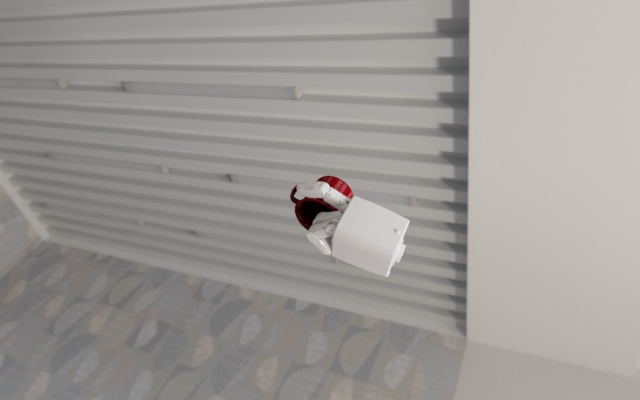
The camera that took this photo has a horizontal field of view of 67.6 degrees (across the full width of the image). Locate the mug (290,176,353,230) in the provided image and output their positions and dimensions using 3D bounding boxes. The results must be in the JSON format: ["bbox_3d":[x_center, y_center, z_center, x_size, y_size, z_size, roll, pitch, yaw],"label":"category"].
[{"bbox_3d":[-0.001,0.002,0.895,0.117,0.093,0.081,23,48,12],"label":"mug"}]
